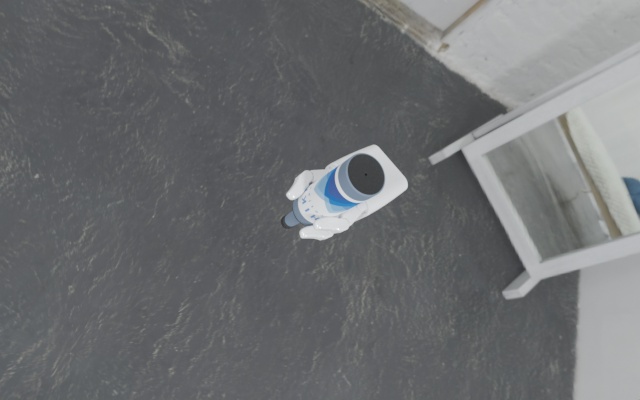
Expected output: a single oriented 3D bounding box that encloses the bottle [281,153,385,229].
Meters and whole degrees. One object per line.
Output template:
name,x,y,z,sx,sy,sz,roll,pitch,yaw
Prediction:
bottle,0.000,0.003,0.809,0.069,0.069,0.296,0,-16,-28
